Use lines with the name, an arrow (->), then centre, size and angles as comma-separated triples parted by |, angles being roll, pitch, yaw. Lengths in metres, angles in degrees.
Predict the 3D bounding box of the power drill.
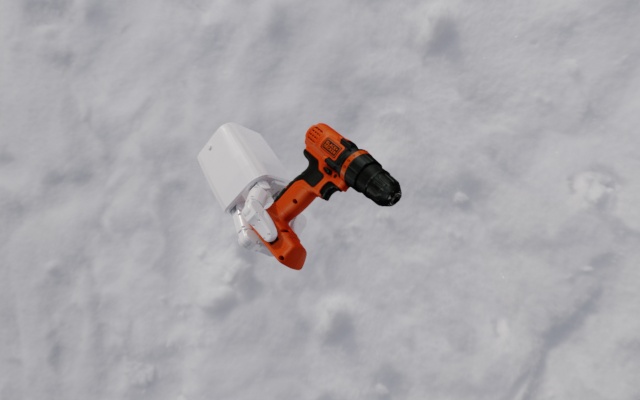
power drill -> 0.000, 0.002, 0.656 | 0.184, 0.187, 0.057 | 44, 6, 40
